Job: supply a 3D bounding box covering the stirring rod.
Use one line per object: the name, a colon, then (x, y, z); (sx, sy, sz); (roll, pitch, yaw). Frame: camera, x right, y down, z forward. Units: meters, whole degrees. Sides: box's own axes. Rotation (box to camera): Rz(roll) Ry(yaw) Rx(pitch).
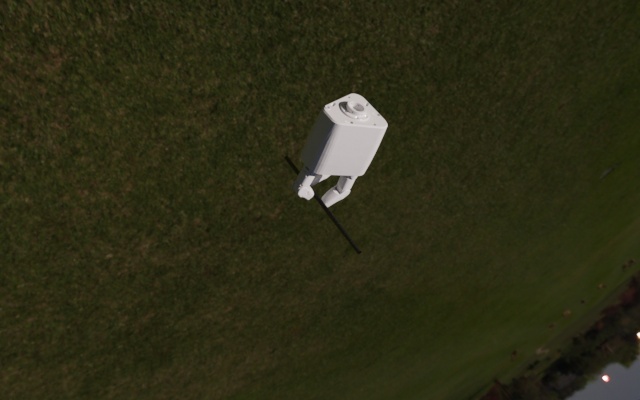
stirring rod: (0.000, 0.003, 0.854); (0.011, 0.239, 0.011); (-29, -28, -17)
